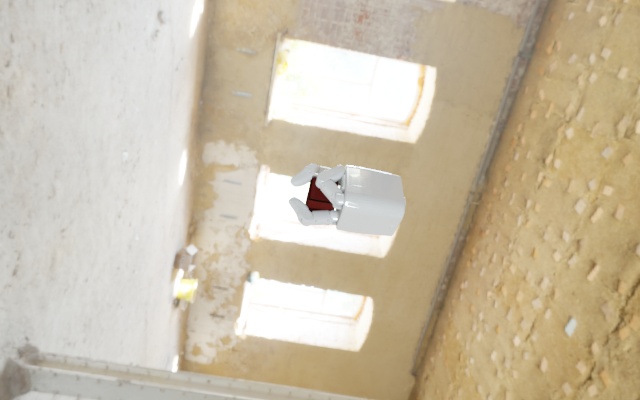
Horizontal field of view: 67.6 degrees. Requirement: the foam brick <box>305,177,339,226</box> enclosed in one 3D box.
[{"bbox_3d":[0.000,0.003,0.879,0.051,0.053,0.078,9,-34,-5],"label":"foam brick"}]
